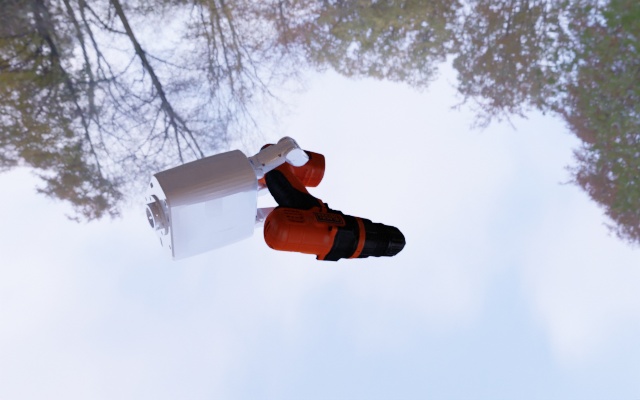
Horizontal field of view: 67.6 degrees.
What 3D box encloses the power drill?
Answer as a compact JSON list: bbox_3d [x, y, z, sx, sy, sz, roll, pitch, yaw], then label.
[{"bbox_3d":[0.000,0.002,0.604,0.184,0.057,0.187,10,29,-30],"label":"power drill"}]
